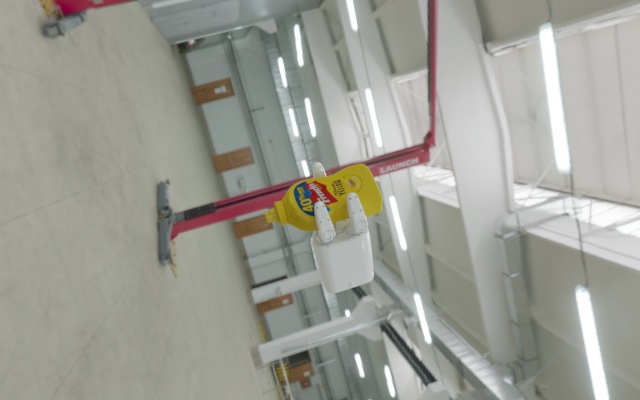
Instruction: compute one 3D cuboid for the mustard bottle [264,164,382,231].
[{"bbox_3d":[0.000,0.002,0.803,0.191,0.096,0.058,-16,-36,-8],"label":"mustard bottle"}]
